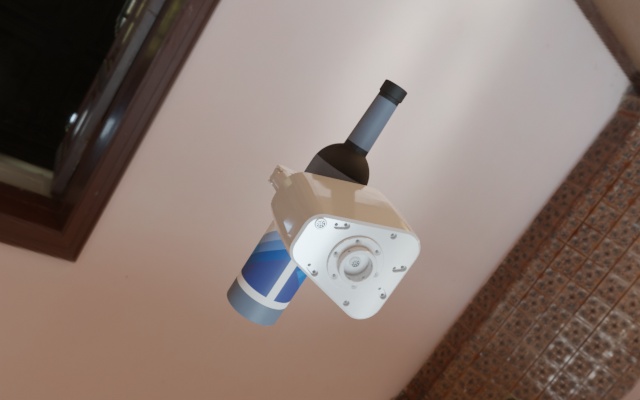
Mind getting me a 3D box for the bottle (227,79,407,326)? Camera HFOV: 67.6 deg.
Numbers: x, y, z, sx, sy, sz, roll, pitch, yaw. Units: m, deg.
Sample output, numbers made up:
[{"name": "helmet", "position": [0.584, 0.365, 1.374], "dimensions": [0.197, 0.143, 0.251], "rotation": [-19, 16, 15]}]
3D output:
[{"name": "bottle", "position": [0.000, 0.002, 0.524], "dimensions": [0.069, 0.296, 0.069], "rotation": [32, 11, -7]}]
